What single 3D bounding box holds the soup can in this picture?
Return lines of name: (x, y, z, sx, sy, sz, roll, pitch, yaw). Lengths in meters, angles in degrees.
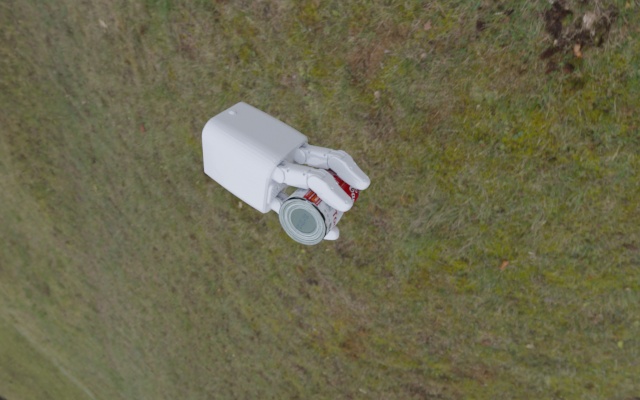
soup can: (0.000, 0.003, 0.612, 0.068, 0.068, 0.102, 0, 29, 31)
